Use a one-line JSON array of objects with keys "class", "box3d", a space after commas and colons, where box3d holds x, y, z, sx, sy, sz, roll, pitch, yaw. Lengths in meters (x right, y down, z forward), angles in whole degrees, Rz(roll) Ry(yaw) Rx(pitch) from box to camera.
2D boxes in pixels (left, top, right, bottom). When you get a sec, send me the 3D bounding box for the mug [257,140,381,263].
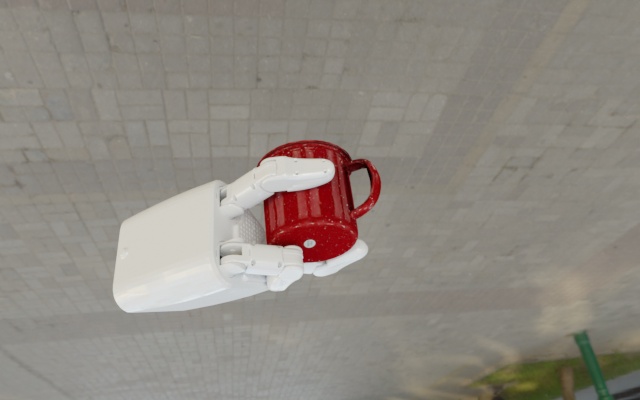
[{"class": "mug", "box3d": [0.001, 0.001, 0.432, 0.117, 0.081, 0.093, -19, -33, 18]}]
